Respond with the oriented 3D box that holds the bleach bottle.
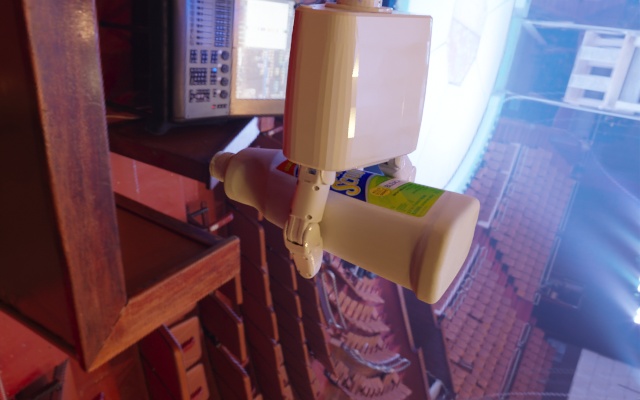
[{"bbox_3d":[0.000,0.001,0.418,0.251,0.068,0.102,18,27,26],"label":"bleach bottle"}]
